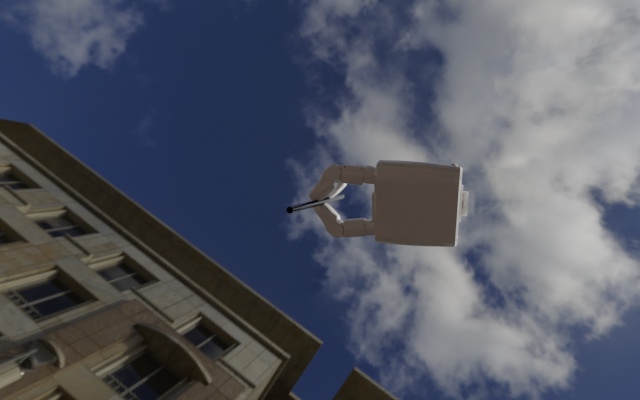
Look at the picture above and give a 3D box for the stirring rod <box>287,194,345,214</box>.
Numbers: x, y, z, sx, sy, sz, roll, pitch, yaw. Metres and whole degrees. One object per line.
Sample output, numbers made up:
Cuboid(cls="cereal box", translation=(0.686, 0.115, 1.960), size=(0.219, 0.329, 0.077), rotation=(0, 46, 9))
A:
Cuboid(cls="stirring rod", translation=(0.000, 0.002, 0.652), size=(0.011, 0.011, 0.239), rotation=(0, 4, 17))
